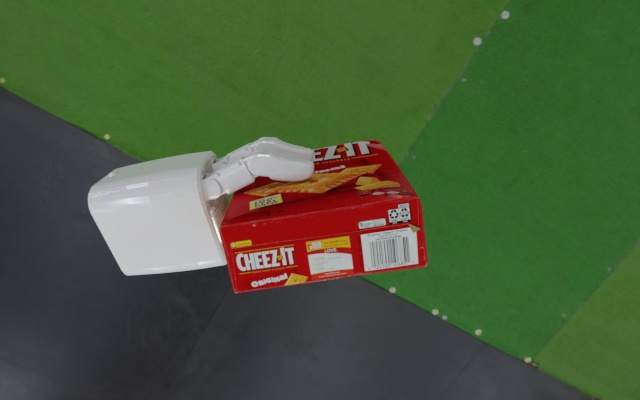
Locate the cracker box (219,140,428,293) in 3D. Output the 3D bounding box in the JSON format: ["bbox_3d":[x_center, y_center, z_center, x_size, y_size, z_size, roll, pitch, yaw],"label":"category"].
[{"bbox_3d":[0.000,0.002,0.479,0.164,0.072,0.213,-8,20,1],"label":"cracker box"}]
